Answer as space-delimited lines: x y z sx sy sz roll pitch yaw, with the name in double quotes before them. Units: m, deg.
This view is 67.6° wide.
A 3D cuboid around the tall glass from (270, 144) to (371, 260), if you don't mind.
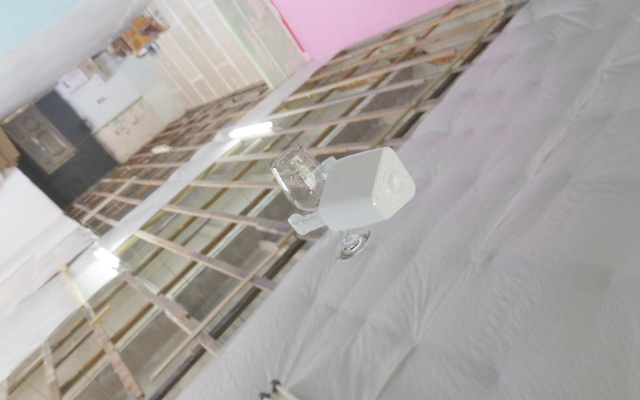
"tall glass" 0.000 0.003 0.791 0.079 0.201 0.079 -31 23 15
